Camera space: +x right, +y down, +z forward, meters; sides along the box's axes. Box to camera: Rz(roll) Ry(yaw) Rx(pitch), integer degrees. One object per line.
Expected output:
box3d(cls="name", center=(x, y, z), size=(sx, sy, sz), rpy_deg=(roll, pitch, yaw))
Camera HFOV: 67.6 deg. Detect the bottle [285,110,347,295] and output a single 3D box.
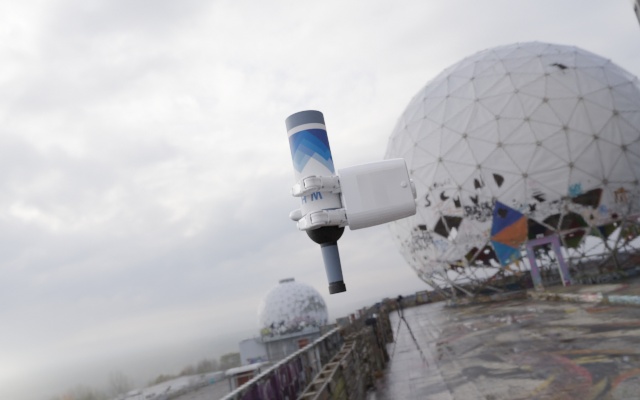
box3d(cls="bottle", center=(0.000, 0.002, 0.771), size=(0.069, 0.295, 0.069), rpy_deg=(-11, -12, -2))
